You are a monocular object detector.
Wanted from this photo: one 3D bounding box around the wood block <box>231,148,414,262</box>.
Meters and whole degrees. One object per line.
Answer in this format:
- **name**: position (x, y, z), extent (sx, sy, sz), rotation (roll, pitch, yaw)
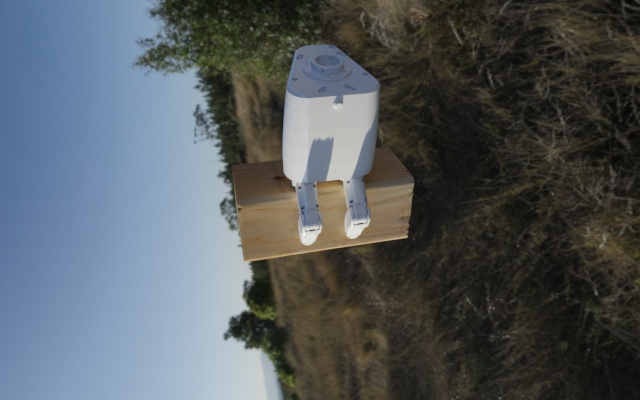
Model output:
- **wood block**: position (0.000, 0.001, 0.595), extent (0.206, 0.090, 0.090), rotation (-7, 33, -11)
